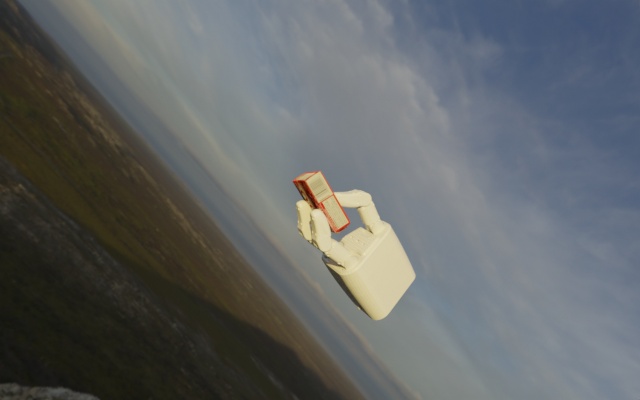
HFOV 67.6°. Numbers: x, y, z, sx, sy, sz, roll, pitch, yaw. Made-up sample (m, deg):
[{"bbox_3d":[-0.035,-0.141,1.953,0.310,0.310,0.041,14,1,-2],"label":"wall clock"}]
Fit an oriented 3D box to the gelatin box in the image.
[{"bbox_3d":[0.000,0.002,0.690,0.030,0.089,0.073,-33,11,-13],"label":"gelatin box"}]
